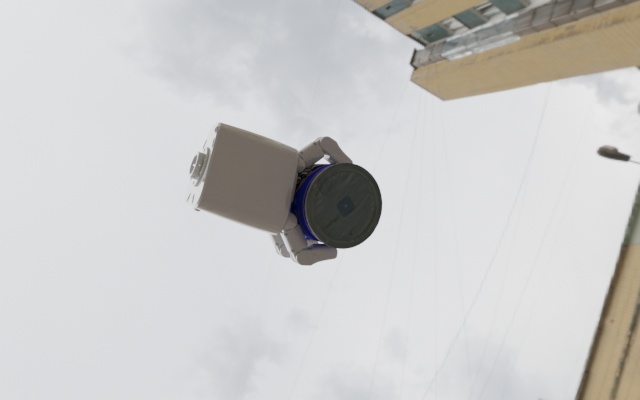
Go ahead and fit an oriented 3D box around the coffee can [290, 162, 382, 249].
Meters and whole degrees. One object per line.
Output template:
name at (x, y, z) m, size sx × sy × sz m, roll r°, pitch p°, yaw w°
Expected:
coffee can at (0.000, 0.002, 0.626) m, size 0.103 × 0.103 × 0.140 m, roll 0°, pitch 4°, yaw -26°
